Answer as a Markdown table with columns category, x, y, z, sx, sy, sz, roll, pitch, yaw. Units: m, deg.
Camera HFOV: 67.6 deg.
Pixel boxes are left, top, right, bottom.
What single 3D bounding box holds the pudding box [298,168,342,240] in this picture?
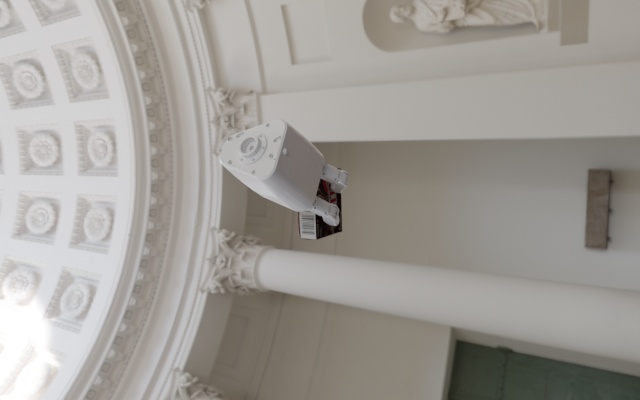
| category | x | y | z | sx | sy | sz | roll | pitch | yaw |
| --- | --- | --- | --- | --- | --- | --- | --- | --- | --- |
| pudding box | 0.000 | 0.003 | 0.787 | 0.039 | 0.113 | 0.090 | 4 | 8 | 31 |
